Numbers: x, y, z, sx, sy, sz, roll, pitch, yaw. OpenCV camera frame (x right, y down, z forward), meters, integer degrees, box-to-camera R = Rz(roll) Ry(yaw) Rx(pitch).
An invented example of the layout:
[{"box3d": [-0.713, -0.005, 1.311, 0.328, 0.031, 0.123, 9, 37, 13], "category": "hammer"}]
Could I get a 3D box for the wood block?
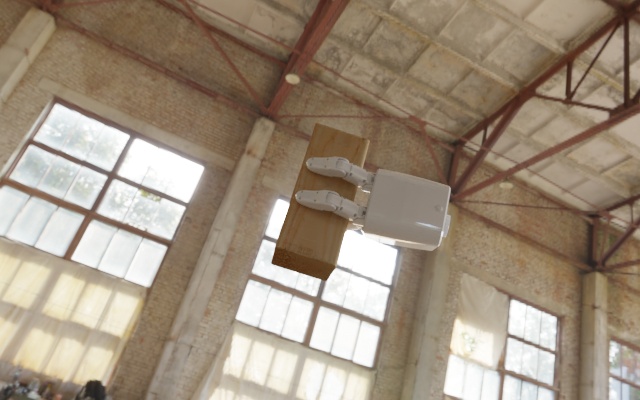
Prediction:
[{"box3d": [0.000, 0.002, 0.717, 0.090, 0.206, 0.091, 17, -25, -1], "category": "wood block"}]
